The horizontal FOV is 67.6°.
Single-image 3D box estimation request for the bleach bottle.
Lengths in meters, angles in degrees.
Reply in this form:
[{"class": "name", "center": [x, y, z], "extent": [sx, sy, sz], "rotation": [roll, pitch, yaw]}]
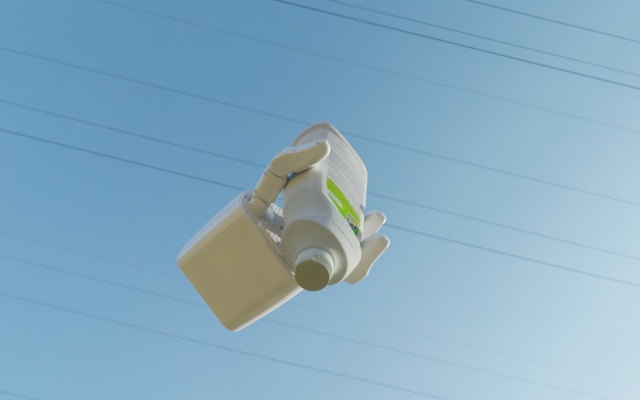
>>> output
[{"class": "bleach bottle", "center": [0.000, 0.002, 0.480], "extent": [0.068, 0.102, 0.250], "rotation": [-37, 15, 20]}]
